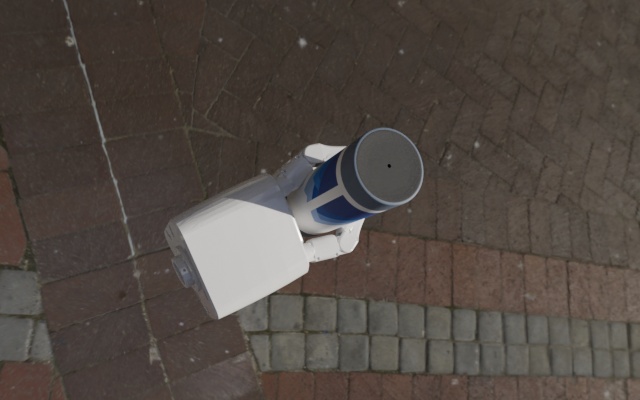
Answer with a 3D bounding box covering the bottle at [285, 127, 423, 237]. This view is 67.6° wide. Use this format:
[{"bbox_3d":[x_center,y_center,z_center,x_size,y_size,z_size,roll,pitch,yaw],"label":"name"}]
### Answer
[{"bbox_3d":[0.000,0.002,0.522,0.069,0.069,0.296,0,-12,-23],"label":"bottle"}]
